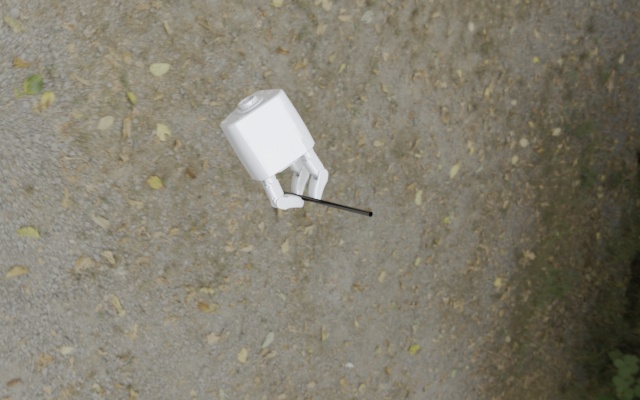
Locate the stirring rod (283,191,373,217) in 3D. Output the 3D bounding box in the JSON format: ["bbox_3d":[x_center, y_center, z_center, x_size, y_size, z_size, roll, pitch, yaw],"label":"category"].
[{"bbox_3d":[0.000,0.003,0.782,0.011,0.011,0.239,0,8,-38],"label":"stirring rod"}]
